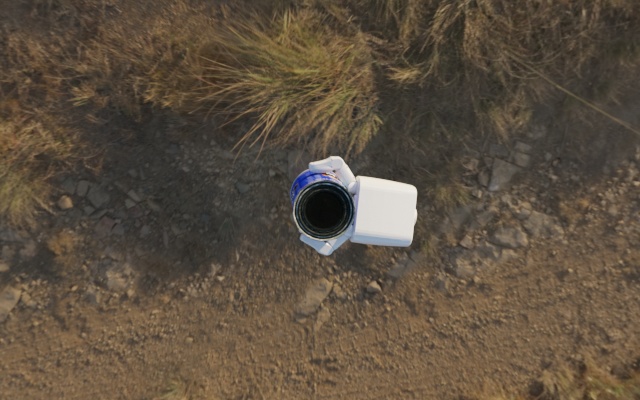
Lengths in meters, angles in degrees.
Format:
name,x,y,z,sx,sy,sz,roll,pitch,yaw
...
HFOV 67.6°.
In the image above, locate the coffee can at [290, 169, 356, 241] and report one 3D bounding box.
name,x,y,z,sx,sy,sz,roll,pitch,yaw
coffee can,0.000,0.003,0.837,0.103,0.103,0.140,0,12,-5
